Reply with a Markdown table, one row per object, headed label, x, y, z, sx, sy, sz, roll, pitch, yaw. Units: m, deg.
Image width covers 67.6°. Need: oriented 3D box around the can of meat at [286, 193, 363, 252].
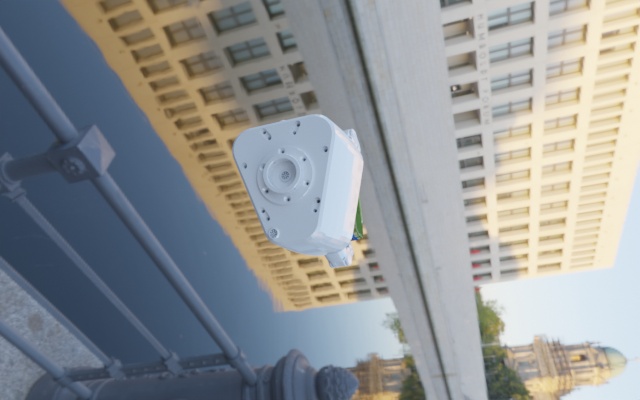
| label | x | y | z | sx | sy | sz | roll | pitch | yaw |
| --- | --- | --- | --- | --- | --- | --- | --- | --- | --- |
| can of meat | 0.000 | 0.002 | 0.542 | 0.084 | 0.102 | 0.057 | -10 | -15 | 14 |
